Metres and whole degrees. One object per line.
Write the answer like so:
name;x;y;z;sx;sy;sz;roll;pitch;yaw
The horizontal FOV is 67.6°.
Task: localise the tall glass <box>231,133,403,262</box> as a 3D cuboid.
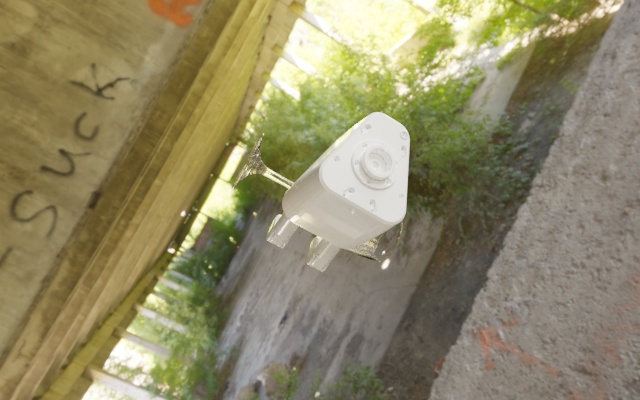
tall glass;-0.001;0.002;0.573;0.201;0.079;0.079;29;-6;-12
